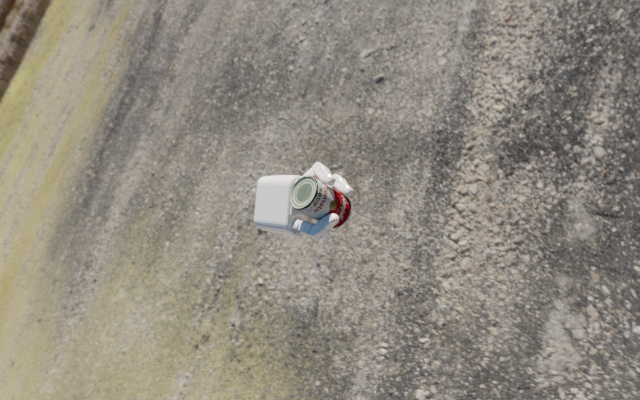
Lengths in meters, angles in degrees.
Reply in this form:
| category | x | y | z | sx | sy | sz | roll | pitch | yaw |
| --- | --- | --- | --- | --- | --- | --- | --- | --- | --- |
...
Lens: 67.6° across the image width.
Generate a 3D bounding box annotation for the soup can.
| category | x | y | z | sx | sy | sz | roll | pitch | yaw |
| --- | --- | --- | --- | --- | --- | --- | --- | --- | --- |
| soup can | 0.000 | 0.003 | 0.880 | 0.068 | 0.068 | 0.102 | 0 | -21 | 42 |
